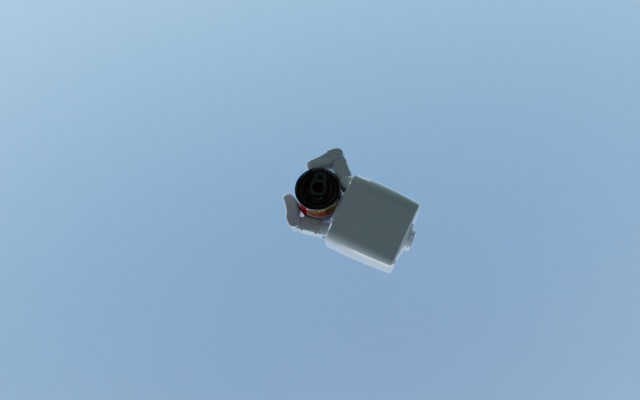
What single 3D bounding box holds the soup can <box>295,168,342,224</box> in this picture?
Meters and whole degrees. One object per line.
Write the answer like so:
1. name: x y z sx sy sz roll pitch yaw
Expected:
1. soup can: 0.000 0.002 0.738 0.068 0.068 0.102 0 -23 5
